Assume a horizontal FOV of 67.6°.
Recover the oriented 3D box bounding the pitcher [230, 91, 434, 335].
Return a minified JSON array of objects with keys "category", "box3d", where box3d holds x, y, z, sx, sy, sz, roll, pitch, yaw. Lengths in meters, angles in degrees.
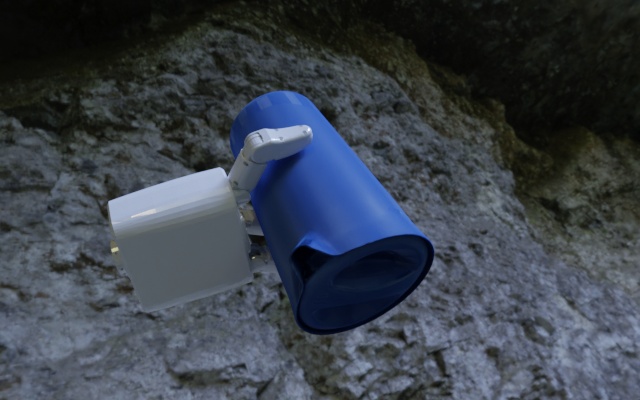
[{"category":"pitcher","box3d":[0.000,0.002,0.484,0.145,0.242,0.149,-17,-40,-16]}]
